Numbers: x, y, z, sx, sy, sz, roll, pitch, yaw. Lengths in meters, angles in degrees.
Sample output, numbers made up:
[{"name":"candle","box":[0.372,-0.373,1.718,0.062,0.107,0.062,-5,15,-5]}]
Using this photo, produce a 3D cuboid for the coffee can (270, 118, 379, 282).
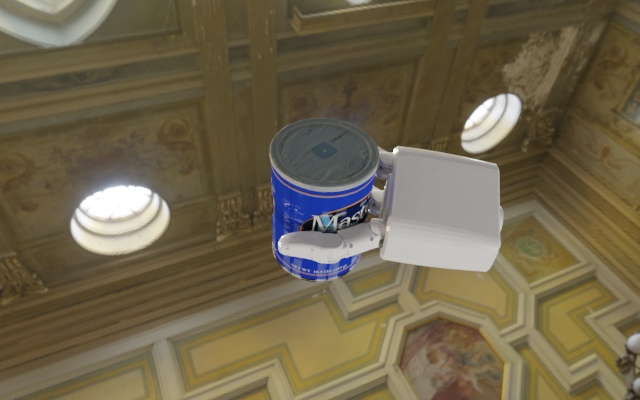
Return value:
[{"name":"coffee can","box":[0.000,0.002,0.494,0.103,0.140,0.102,2,45,-2]}]
